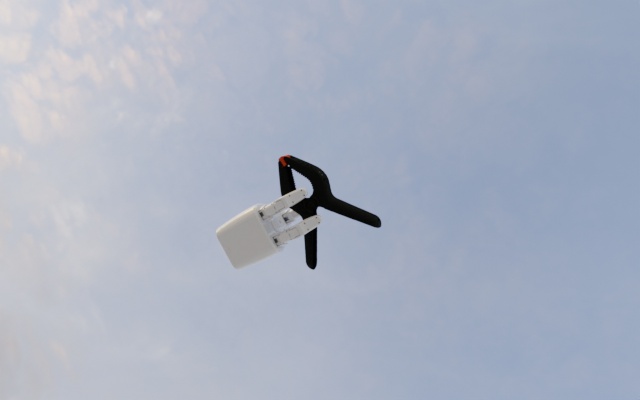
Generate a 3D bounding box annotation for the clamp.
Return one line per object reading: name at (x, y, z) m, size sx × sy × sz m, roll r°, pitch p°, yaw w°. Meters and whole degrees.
clamp at (0.000, 0.002, 0.856) m, size 0.164 × 0.210 × 0.036 m, roll -28°, pitch 1°, yaw 21°
